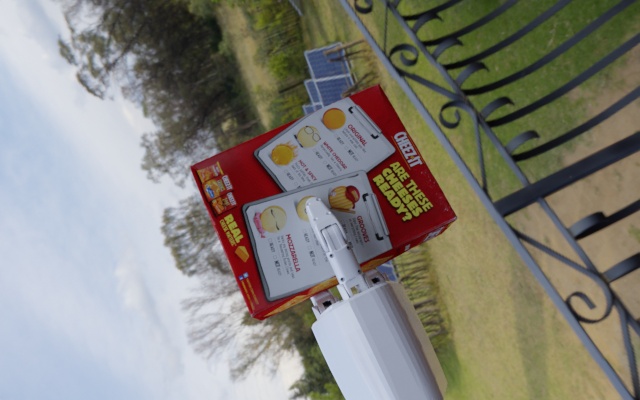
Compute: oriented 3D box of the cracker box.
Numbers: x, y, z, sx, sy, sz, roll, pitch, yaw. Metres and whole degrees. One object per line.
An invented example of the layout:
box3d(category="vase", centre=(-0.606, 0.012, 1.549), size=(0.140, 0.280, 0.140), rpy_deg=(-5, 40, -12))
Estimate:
box3d(category="cracker box", centre=(0.000, 0.002, 0.489), size=(0.213, 0.164, 0.072), rpy_deg=(-25, -16, -6))
